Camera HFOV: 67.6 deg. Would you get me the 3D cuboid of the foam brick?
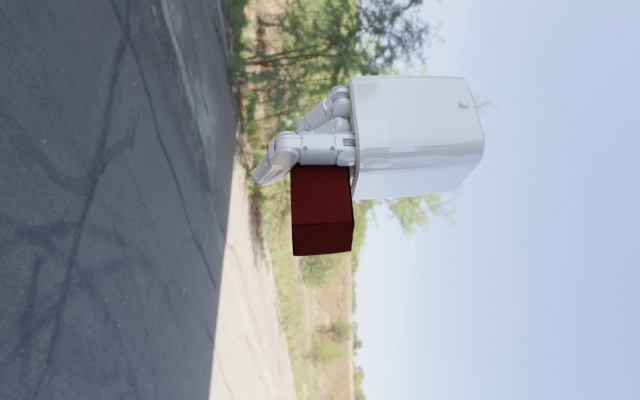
[{"bbox_3d":[0.000,0.002,0.411,0.051,0.078,0.053,-2,-33,-3],"label":"foam brick"}]
